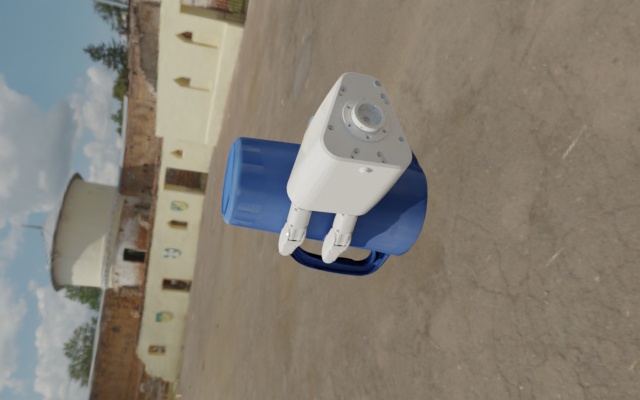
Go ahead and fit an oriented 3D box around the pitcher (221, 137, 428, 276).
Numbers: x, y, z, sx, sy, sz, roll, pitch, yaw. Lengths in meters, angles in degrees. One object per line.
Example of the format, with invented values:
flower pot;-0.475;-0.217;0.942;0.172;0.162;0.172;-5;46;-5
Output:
pitcher;0.000;0.002;0.613;0.243;0.149;0.145;8;-26;-16
